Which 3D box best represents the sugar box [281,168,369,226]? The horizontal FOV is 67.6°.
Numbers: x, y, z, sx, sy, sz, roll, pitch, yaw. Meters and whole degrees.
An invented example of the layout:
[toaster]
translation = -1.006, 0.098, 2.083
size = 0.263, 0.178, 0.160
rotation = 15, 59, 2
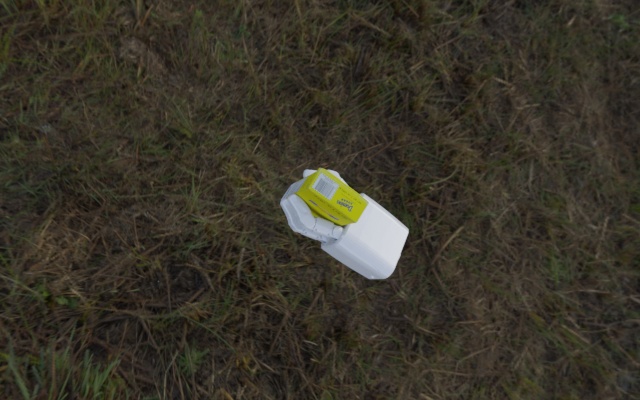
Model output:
[sugar box]
translation = 0.000, 0.003, 0.781
size = 0.093, 0.048, 0.176
rotation = 36, -18, -10
